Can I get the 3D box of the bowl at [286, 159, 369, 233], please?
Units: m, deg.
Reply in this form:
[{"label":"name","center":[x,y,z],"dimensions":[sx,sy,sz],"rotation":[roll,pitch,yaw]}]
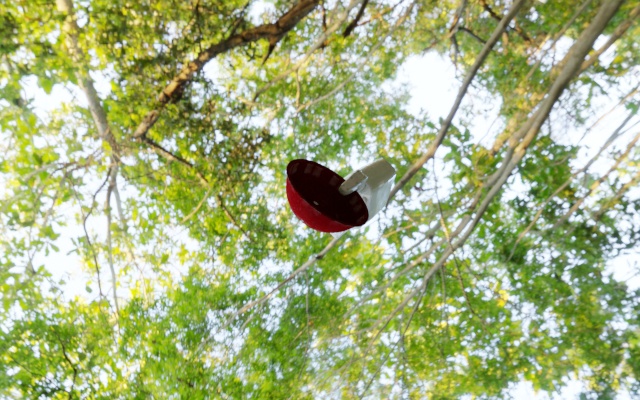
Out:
[{"label":"bowl","center":[-0.001,0.003,0.797],"dimensions":[0.162,0.055,0.162],"rotation":[29,27,-16]}]
